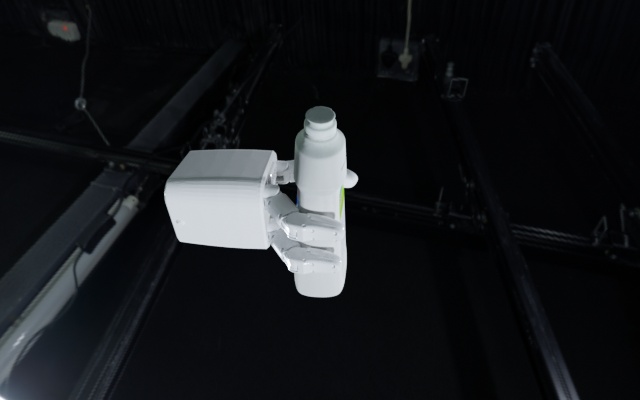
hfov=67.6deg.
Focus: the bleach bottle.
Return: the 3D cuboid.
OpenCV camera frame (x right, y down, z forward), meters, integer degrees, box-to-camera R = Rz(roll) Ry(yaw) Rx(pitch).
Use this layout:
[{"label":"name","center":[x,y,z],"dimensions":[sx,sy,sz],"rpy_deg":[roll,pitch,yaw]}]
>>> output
[{"label":"bleach bottle","center":[0.000,0.002,0.542],"dimensions":[0.068,0.102,0.251],"rpy_deg":[1,-45,1]}]
